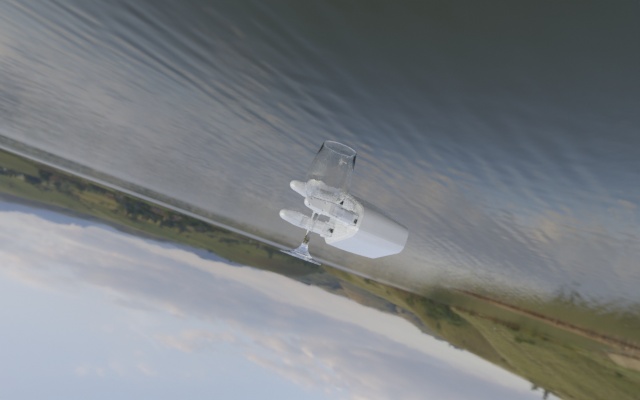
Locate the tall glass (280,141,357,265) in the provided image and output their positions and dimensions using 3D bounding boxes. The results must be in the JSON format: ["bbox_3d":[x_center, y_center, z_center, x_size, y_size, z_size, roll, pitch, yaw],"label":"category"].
[{"bbox_3d":[0.000,0.003,0.809,0.079,0.201,0.079,20,-6,2],"label":"tall glass"}]
